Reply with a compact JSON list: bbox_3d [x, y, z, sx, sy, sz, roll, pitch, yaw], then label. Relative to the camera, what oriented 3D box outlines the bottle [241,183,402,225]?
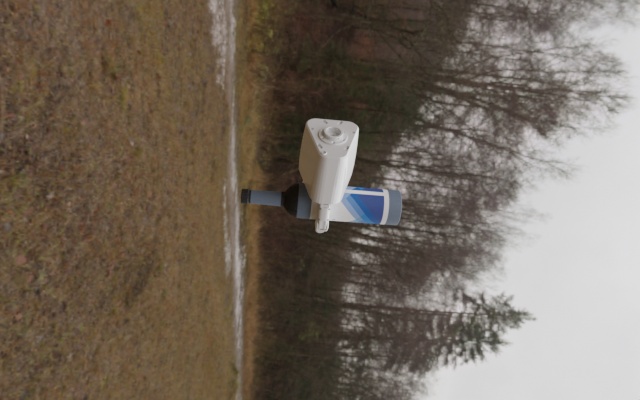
[{"bbox_3d":[0.000,0.003,0.895,0.296,0.069,0.069,4,0,-5],"label":"bottle"}]
